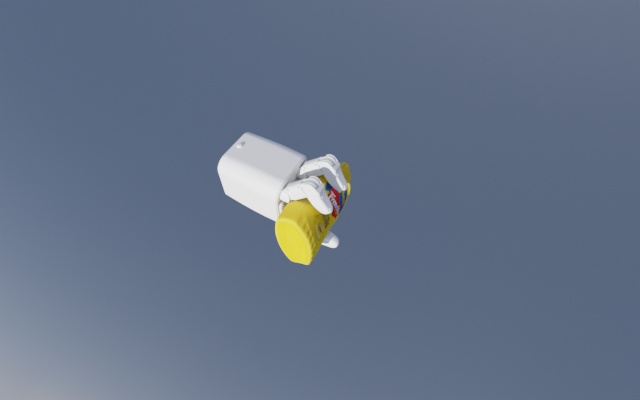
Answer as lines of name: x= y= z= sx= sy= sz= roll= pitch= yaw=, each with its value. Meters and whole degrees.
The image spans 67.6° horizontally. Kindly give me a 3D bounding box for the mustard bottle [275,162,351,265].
mustard bottle: x=0.000 y=0.003 z=0.753 sx=0.058 sy=0.096 sz=0.191 roll=8 pitch=44 yaw=28
